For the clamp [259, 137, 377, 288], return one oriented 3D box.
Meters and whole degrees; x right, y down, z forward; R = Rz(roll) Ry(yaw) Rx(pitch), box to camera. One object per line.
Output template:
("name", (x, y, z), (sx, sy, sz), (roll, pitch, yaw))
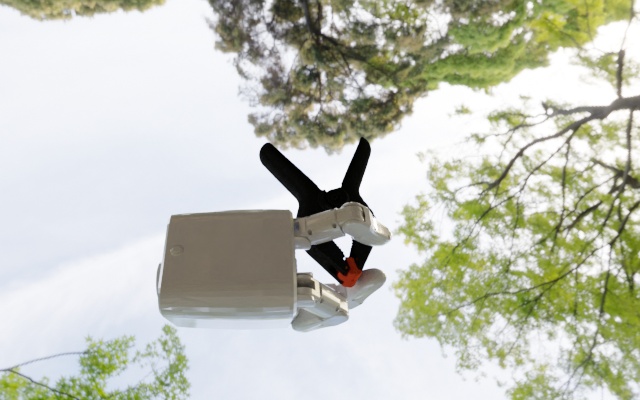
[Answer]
("clamp", (0.000, 0.002, 0.468), (0.120, 0.171, 0.039), (-2, -38, -5))
